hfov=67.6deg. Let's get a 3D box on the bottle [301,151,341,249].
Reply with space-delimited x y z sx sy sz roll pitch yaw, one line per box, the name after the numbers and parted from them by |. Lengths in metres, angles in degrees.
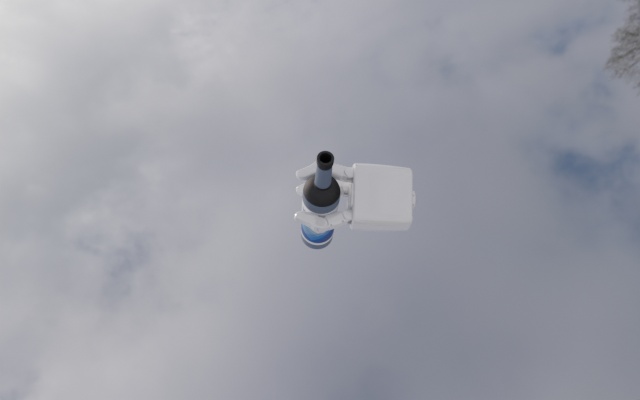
0.000 0.003 0.864 0.069 0.069 0.296 0 -28 -3 | bottle
